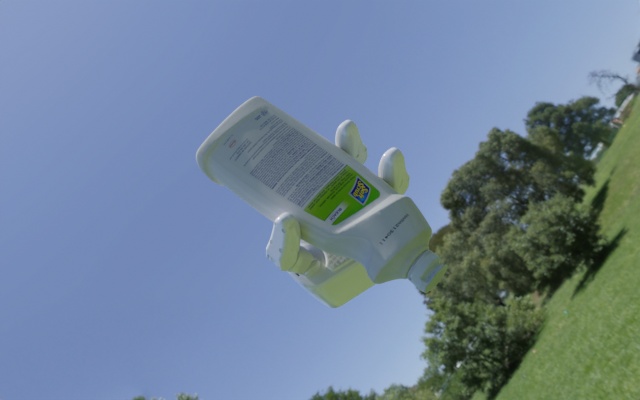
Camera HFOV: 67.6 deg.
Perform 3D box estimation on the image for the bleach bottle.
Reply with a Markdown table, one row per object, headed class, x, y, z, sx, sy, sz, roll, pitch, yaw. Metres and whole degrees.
| class | x | y | z | sx | sy | sz | roll | pitch | yaw |
| --- | --- | --- | --- | --- | --- | --- | --- | --- | --- |
| bleach bottle | 0.000 | 0.001 | 0.440 | 0.250 | 0.102 | 0.068 | 38 | -10 | 27 |
